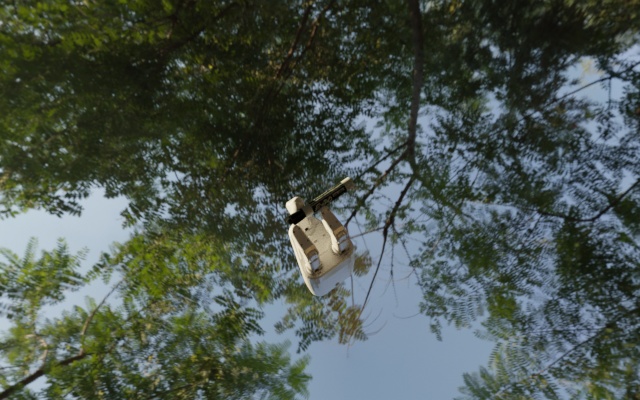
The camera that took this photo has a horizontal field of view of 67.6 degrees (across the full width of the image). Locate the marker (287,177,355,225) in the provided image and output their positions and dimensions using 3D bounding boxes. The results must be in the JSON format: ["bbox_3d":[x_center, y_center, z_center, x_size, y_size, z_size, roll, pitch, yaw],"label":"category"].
[{"bbox_3d":[0.000,0.002,0.752,0.121,0.020,0.020,-33,8,-13],"label":"marker"}]
